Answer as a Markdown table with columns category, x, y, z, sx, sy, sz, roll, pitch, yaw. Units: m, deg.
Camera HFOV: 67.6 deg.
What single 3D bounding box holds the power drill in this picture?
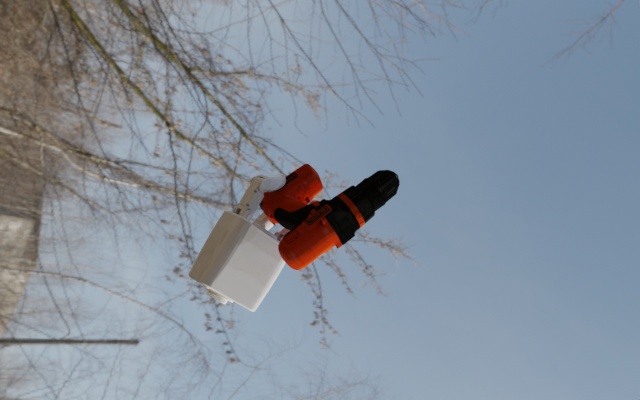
| category | x | y | z | sx | sy | sz | roll | pitch | yaw |
| --- | --- | --- | --- | --- | --- | --- | --- | --- | --- |
| power drill | 0.000 | 0.002 | 0.674 | 0.184 | 0.057 | 0.187 | -35 | 25 | -10 |
